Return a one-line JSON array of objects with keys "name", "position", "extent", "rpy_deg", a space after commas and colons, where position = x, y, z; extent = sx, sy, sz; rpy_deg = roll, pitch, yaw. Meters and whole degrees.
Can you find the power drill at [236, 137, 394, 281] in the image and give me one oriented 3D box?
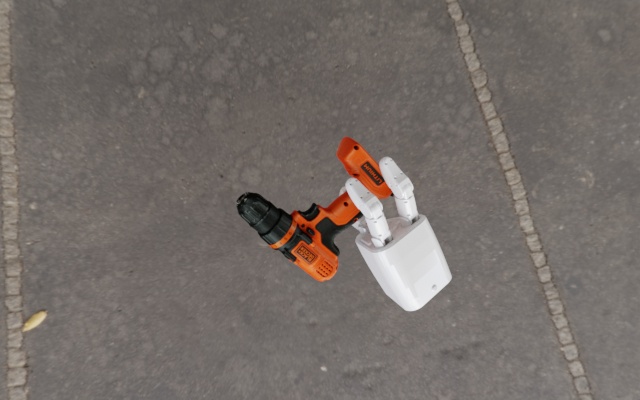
[{"name": "power drill", "position": [0.001, 0.002, 0.674], "extent": [0.184, 0.187, 0.057], "rpy_deg": [43, 2, -28]}]
